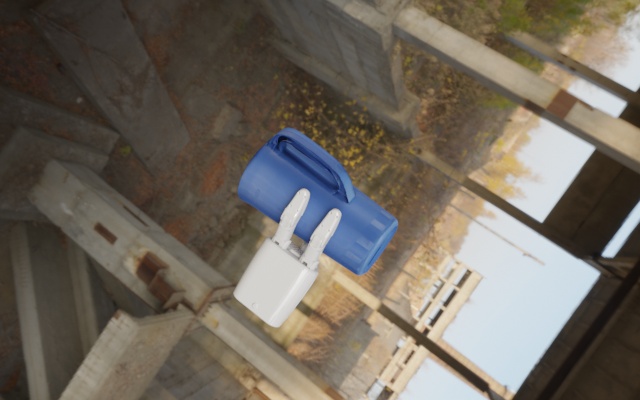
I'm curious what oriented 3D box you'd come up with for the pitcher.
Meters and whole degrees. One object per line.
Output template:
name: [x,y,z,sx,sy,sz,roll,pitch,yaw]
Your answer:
pitcher: [0.000,0.003,0.757,0.243,0.145,0.149,35,4,13]
